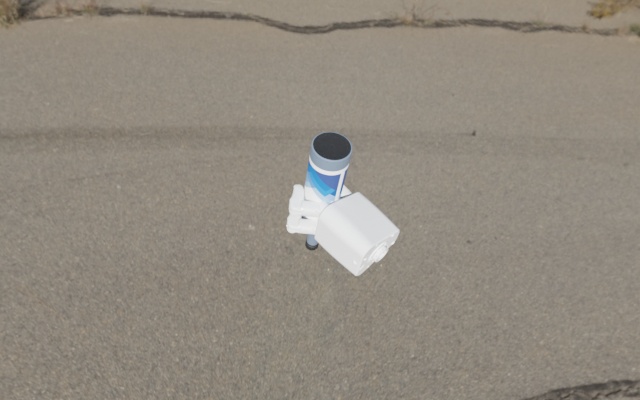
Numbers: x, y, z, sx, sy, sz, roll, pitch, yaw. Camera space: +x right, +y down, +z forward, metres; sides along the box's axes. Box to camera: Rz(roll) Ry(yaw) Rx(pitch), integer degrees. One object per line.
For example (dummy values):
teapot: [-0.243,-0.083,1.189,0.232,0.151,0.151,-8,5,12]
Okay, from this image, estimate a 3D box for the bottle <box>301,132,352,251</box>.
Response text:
bottle: [0.000,0.003,0.877,0.069,0.069,0.296,0,-38,-9]
